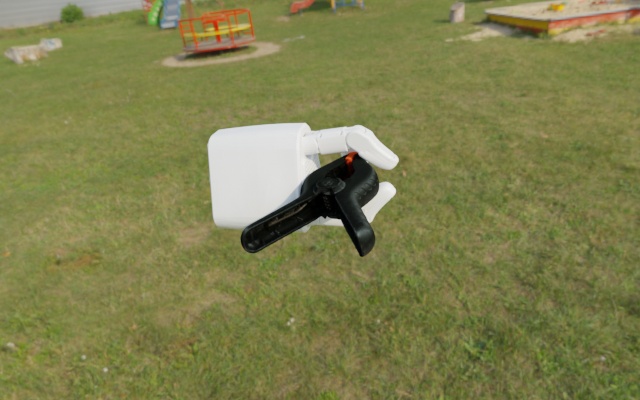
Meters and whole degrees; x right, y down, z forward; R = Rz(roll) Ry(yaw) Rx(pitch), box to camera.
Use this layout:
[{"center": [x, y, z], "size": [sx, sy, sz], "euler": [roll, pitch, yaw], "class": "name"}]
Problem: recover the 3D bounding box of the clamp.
[{"center": [0.000, 0.001, 0.455], "size": [0.120, 0.039, 0.171], "euler": [0, 26, 13], "class": "clamp"}]
